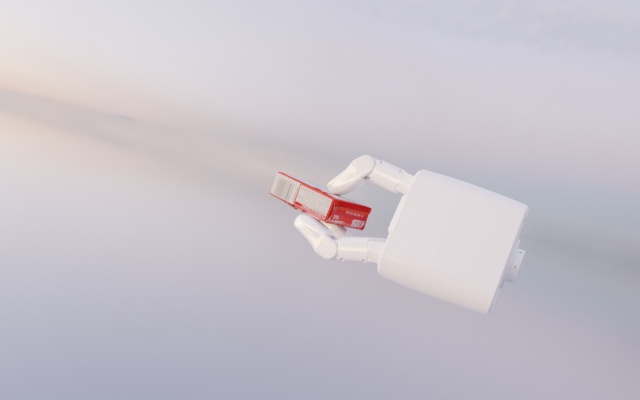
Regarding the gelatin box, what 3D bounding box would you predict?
[{"bbox_3d":[0.000,0.001,0.525,0.089,0.030,0.073,26,7,36],"label":"gelatin box"}]
